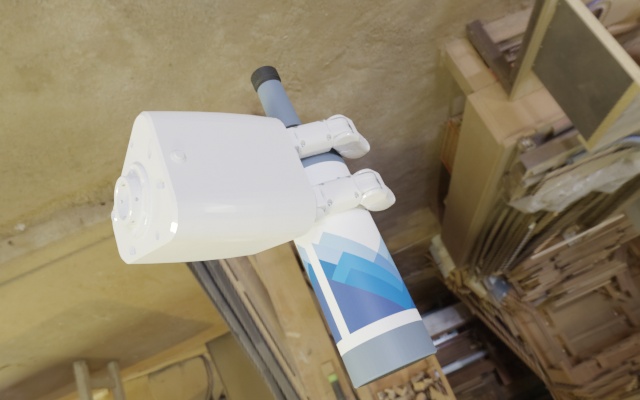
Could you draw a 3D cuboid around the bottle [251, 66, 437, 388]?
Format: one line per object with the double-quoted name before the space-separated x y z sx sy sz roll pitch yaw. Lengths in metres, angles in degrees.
"bottle" 0.000 0.002 0.408 0.069 0.295 0.069 -20 -23 -9
